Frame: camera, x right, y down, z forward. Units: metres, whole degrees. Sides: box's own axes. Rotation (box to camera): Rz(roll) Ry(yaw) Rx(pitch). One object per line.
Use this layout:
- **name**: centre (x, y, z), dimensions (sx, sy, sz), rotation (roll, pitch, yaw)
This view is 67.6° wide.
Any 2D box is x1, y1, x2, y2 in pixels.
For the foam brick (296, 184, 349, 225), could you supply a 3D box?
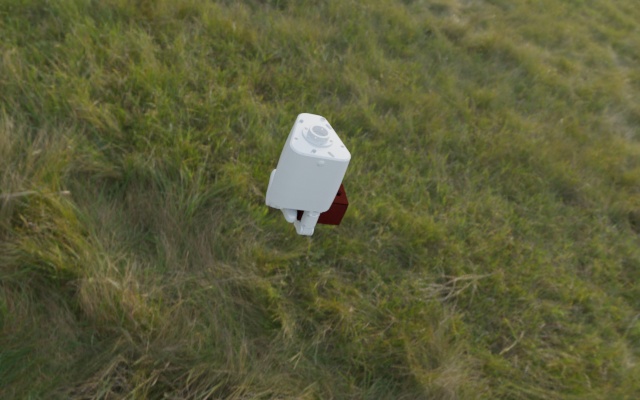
- **foam brick**: centre (0.000, 0.003, 0.794), dimensions (0.078, 0.051, 0.053), rotation (7, 41, -20)
